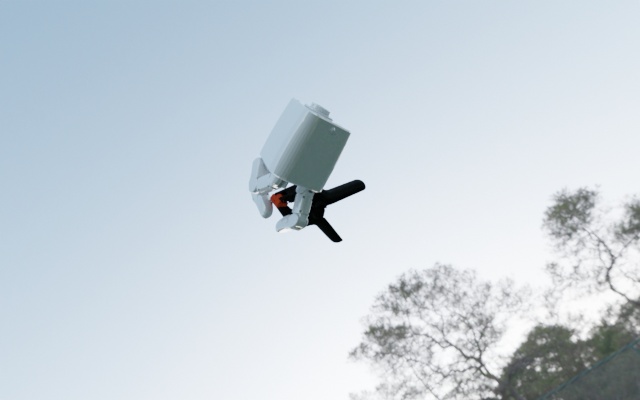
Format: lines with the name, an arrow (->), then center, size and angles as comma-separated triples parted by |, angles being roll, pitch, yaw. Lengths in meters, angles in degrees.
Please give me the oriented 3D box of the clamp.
clamp -> 0.000, 0.002, 0.789 | 0.171, 0.120, 0.039 | 20, 8, -43
